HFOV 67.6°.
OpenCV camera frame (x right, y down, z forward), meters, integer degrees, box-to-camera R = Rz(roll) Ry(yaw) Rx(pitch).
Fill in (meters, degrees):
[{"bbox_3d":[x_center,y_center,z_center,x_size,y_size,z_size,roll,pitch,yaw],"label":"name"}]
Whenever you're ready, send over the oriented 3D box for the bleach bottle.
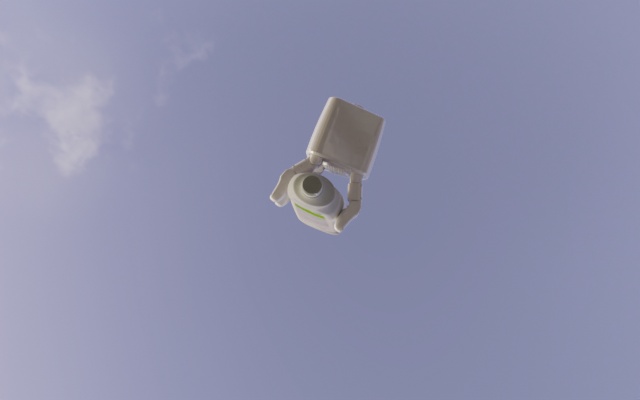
[{"bbox_3d":[0.000,0.003,0.807,0.102,0.068,0.251,20,-9,5],"label":"bleach bottle"}]
